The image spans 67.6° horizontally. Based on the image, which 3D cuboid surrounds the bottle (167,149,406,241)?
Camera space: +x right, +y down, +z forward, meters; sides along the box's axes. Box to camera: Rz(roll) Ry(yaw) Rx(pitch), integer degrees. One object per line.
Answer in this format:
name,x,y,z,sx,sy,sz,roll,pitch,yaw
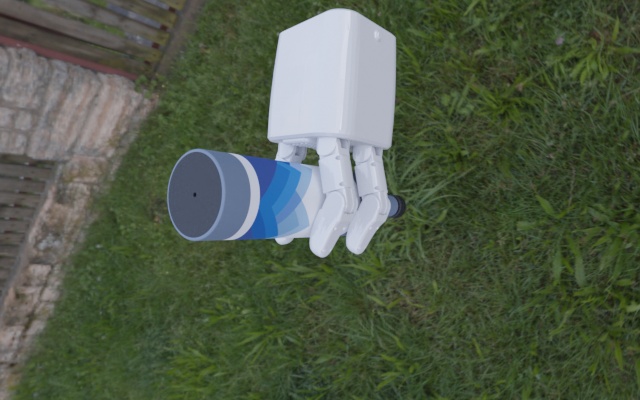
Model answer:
bottle,0.000,0.002,0.457,0.069,0.069,0.296,0,-2,38
